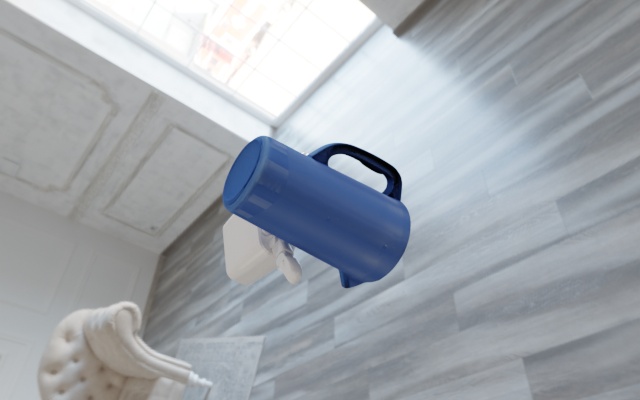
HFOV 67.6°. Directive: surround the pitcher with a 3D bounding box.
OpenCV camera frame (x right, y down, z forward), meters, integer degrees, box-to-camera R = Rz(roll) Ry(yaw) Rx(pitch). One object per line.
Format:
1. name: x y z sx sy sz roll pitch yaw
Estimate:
1. pitcher: 0.000 0.002 0.655 0.243 0.149 0.145 28 -47 -27
